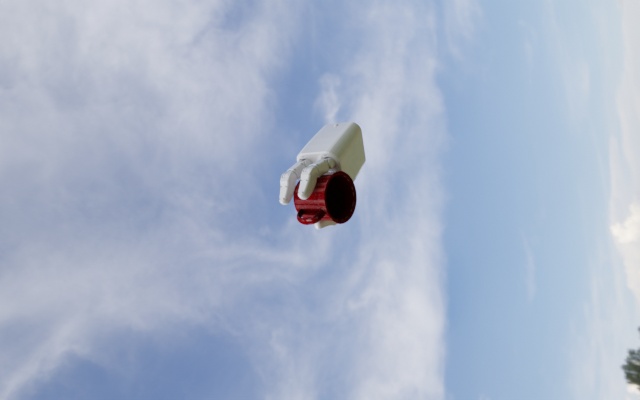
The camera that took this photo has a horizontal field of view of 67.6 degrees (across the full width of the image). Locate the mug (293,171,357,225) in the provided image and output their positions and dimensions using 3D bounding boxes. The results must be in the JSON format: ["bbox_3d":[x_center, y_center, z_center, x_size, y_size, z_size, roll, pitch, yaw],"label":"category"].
[{"bbox_3d":[-0.001,0.004,0.855,0.081,0.093,0.117,-1,40,40],"label":"mug"}]
